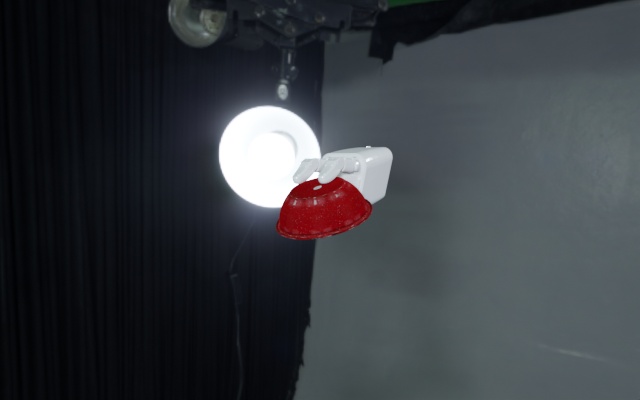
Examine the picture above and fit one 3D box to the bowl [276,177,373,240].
[{"bbox_3d":[0.000,0.003,0.769,0.162,0.055,0.162,-11,21,5],"label":"bowl"}]
